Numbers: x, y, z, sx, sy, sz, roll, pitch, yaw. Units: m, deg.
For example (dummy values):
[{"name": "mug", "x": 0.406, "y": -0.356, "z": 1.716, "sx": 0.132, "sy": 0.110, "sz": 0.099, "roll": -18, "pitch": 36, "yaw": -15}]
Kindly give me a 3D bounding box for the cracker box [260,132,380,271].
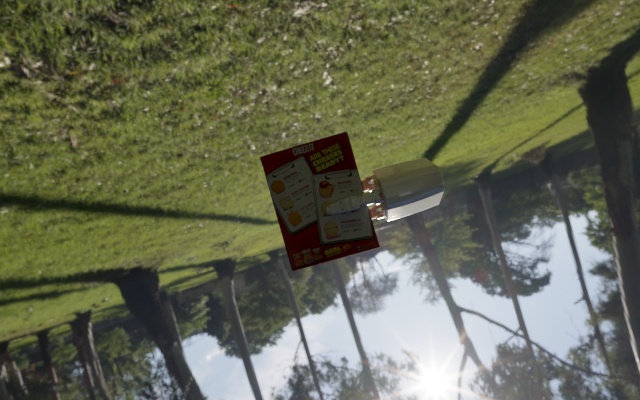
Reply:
[{"name": "cracker box", "x": 0.000, "y": 0.003, "z": 0.872, "sx": 0.164, "sy": 0.213, "sz": 0.072, "roll": -16, "pitch": -2, "yaw": 2}]
